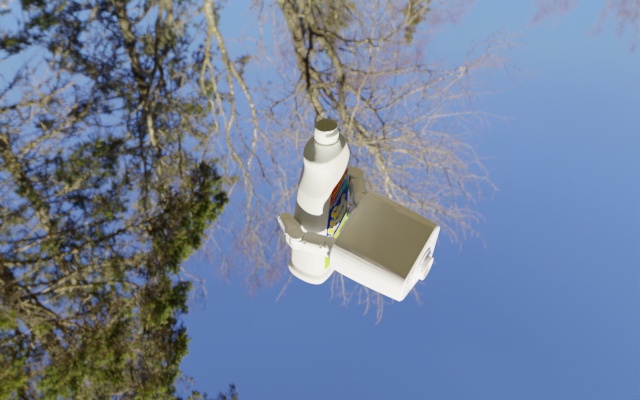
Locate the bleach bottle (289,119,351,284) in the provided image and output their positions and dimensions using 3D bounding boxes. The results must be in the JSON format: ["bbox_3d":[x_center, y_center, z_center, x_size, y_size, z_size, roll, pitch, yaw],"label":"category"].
[{"bbox_3d":[0.000,0.002,0.671,0.068,0.251,0.102,24,48,21],"label":"bleach bottle"}]
